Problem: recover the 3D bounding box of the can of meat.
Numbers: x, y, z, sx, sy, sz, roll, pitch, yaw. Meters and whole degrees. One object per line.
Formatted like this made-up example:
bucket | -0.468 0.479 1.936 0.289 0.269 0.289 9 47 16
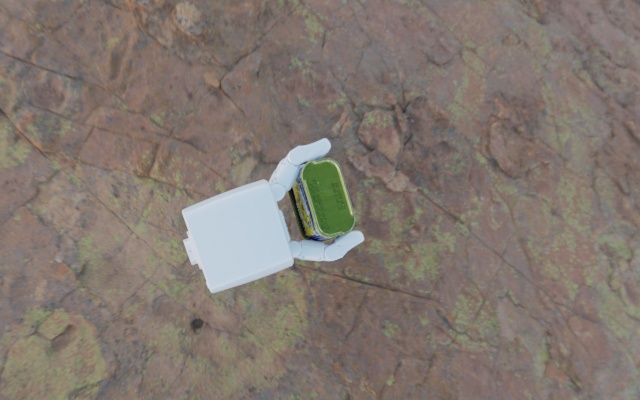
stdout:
can of meat | 0.000 0.002 0.611 0.057 0.102 0.084 -16 -4 -15
